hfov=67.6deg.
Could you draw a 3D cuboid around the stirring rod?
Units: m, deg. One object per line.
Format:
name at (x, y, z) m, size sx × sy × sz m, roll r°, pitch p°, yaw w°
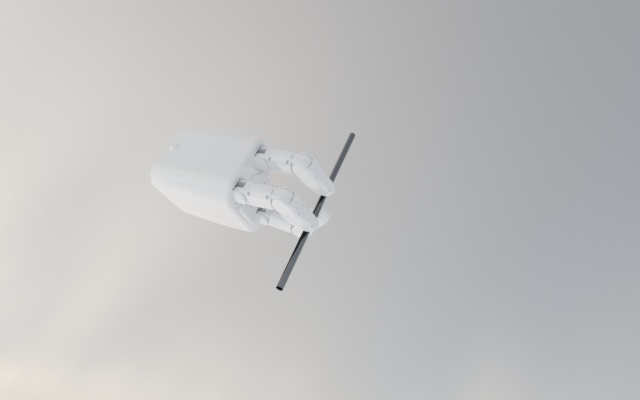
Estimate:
stirring rod at (0.000, 0.002, 0.556) m, size 0.011 × 0.239 × 0.011 m, roll 16°, pitch -37°, yaw 13°
